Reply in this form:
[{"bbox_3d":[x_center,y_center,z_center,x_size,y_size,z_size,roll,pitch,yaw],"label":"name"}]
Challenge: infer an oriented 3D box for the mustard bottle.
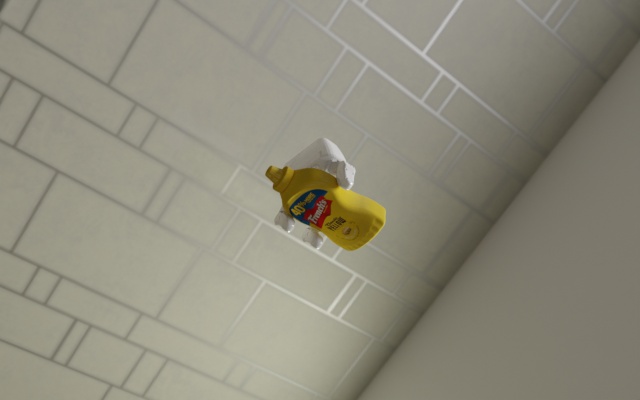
[{"bbox_3d":[0.000,0.003,0.732,0.192,0.058,0.096,32,-49,-19],"label":"mustard bottle"}]
